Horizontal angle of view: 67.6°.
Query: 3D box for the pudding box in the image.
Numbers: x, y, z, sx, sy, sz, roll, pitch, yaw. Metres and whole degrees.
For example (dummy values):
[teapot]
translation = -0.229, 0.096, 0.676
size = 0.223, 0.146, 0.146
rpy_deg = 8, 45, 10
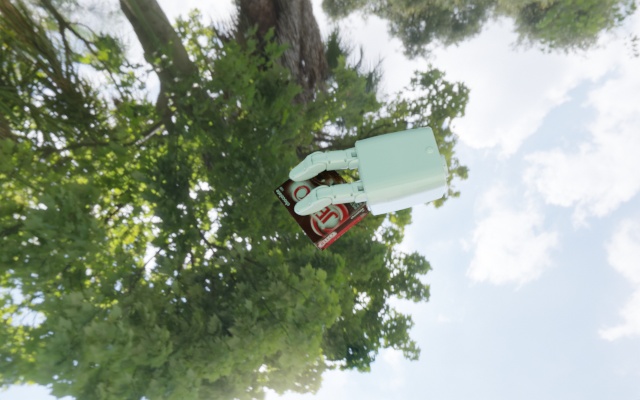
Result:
[pudding box]
translation = 0.000, 0.002, 0.681
size = 0.090, 0.113, 0.039
rpy_deg = -39, -31, -4
